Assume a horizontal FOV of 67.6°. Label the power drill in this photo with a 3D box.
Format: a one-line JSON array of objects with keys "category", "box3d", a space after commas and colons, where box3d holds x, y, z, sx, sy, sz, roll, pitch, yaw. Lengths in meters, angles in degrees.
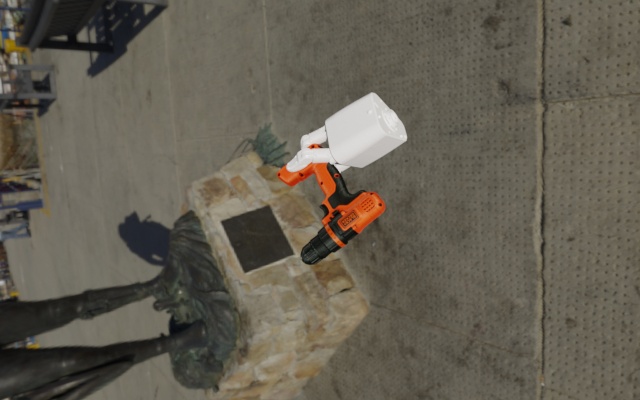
[{"category": "power drill", "box3d": [0.000, 0.002, 0.890, 0.184, 0.187, 0.057, -39, -17, 7]}]
